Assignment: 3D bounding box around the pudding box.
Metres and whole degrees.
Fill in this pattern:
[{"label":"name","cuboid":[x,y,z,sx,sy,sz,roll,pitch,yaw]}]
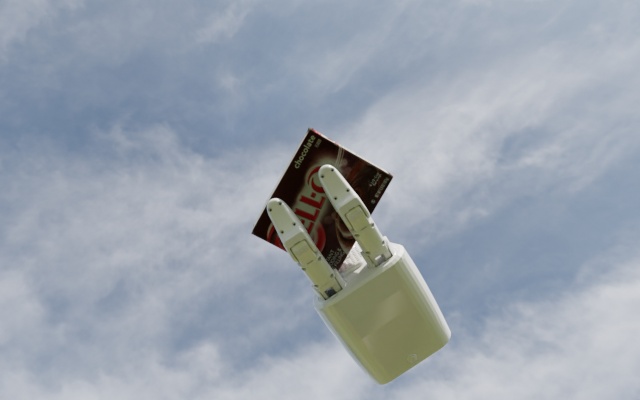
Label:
[{"label":"pudding box","cuboid":[0.000,0.001,0.451,0.090,0.113,0.039,28,6,-11]}]
